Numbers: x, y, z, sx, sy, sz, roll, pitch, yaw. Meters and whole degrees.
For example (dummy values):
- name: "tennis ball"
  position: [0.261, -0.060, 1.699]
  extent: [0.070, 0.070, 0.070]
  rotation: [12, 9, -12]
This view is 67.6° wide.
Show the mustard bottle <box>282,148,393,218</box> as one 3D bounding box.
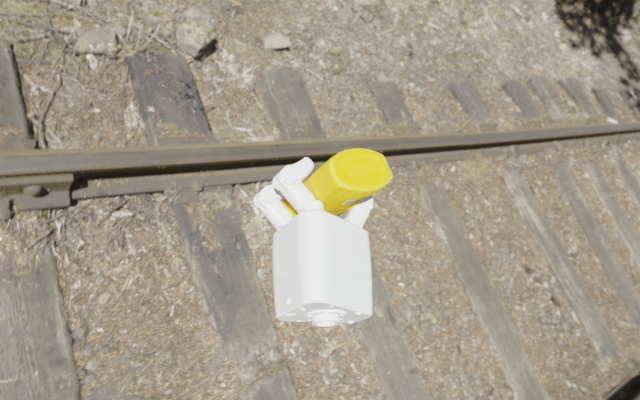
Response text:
- name: "mustard bottle"
  position: [0.000, 0.002, 0.621]
  extent: [0.096, 0.058, 0.192]
  rotation: [-13, -16, -39]
